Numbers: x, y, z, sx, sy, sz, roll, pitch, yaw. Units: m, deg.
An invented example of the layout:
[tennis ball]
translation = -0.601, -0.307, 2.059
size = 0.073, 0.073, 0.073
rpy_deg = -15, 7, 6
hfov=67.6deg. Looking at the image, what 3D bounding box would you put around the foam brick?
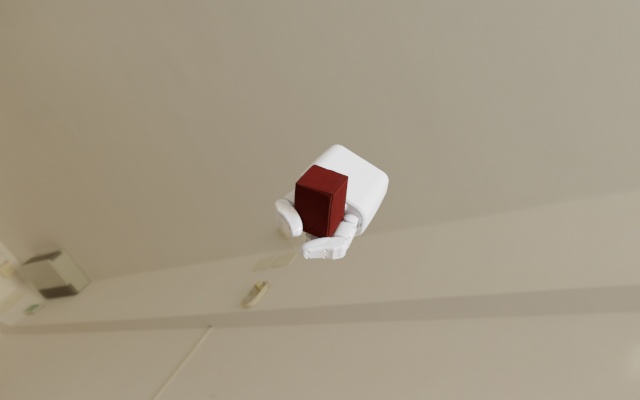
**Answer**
[foam brick]
translation = 0.000, 0.002, 0.623
size = 0.053, 0.078, 0.051
rpy_deg = 21, 42, 18
